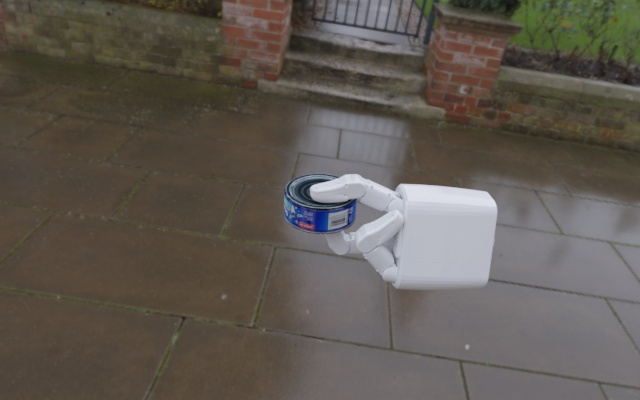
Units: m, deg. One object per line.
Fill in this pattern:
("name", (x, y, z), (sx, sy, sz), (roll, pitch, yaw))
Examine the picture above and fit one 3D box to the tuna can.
("tuna can", (0.000, 0.001, 0.555), (0.086, 0.034, 0.086), (2, 30, -1))
